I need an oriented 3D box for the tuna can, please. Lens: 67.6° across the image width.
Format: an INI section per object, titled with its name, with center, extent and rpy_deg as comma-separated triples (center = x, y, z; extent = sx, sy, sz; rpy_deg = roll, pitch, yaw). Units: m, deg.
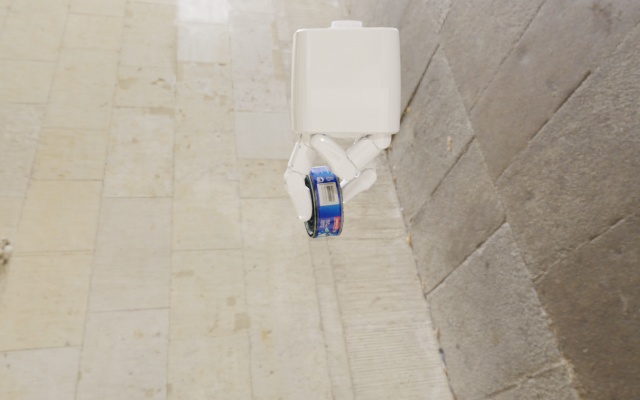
[tuna can]
center = 0.000, 0.002, 0.569
extent = 0.034, 0.086, 0.086
rpy_deg = -6, 1, -13
